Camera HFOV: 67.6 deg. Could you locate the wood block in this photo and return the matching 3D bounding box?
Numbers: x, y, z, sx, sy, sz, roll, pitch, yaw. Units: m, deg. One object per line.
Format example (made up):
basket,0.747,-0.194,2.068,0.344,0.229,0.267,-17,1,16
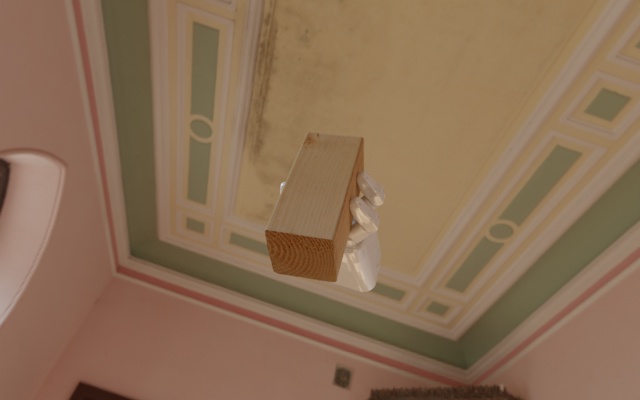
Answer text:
wood block,0.000,0.002,0.680,0.091,0.090,0.206,7,45,12
